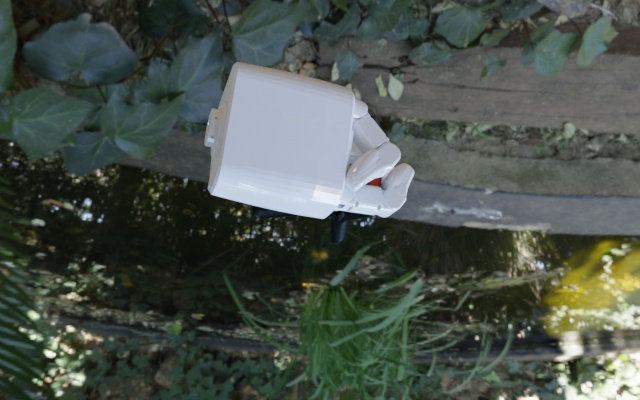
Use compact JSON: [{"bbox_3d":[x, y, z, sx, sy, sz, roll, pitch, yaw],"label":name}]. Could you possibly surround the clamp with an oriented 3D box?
[{"bbox_3d":[0.000,0.002,0.512,0.120,0.039,0.171,11,-27,-19],"label":"clamp"}]
